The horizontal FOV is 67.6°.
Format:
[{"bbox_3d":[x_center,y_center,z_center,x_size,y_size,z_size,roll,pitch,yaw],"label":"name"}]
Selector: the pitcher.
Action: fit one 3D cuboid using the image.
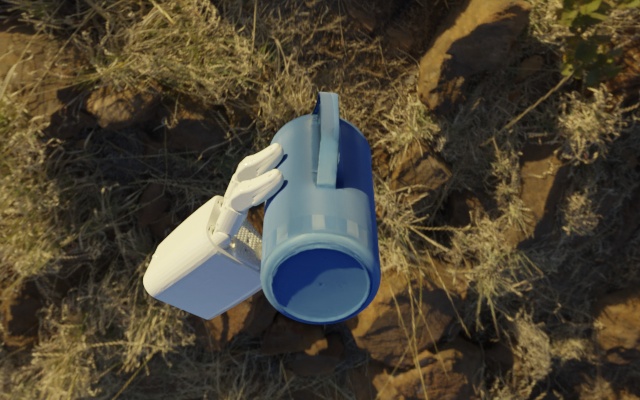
[{"bbox_3d":[0.000,0.002,0.513,0.145,0.149,0.242,-33,27,19],"label":"pitcher"}]
